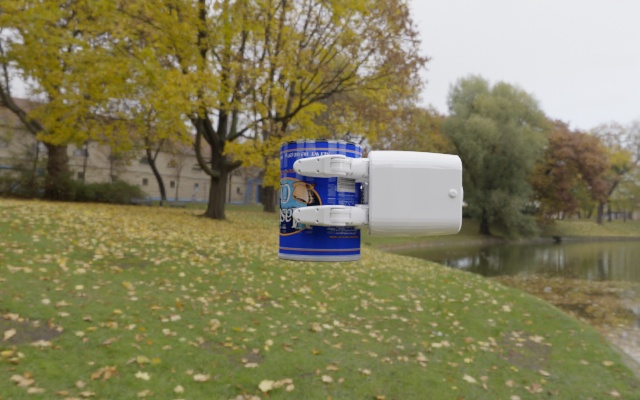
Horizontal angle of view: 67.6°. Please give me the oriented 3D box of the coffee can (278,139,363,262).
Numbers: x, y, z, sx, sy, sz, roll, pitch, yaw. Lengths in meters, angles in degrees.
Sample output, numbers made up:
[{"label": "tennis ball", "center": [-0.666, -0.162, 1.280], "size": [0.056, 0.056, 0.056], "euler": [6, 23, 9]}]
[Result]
[{"label": "coffee can", "center": [0.000, 0.002, 0.590], "size": [0.103, 0.140, 0.103], "euler": [1, -2, 0]}]
